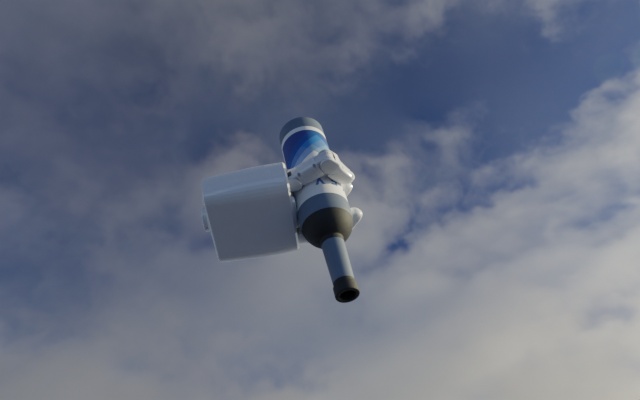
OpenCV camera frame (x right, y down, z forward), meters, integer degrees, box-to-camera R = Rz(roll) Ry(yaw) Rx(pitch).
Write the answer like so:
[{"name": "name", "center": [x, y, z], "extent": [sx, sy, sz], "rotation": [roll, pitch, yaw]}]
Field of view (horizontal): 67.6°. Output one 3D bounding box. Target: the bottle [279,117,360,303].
[{"name": "bottle", "center": [0.000, 0.002, 0.615], "extent": [0.069, 0.069, 0.295], "rotation": [0, 43, -16]}]
